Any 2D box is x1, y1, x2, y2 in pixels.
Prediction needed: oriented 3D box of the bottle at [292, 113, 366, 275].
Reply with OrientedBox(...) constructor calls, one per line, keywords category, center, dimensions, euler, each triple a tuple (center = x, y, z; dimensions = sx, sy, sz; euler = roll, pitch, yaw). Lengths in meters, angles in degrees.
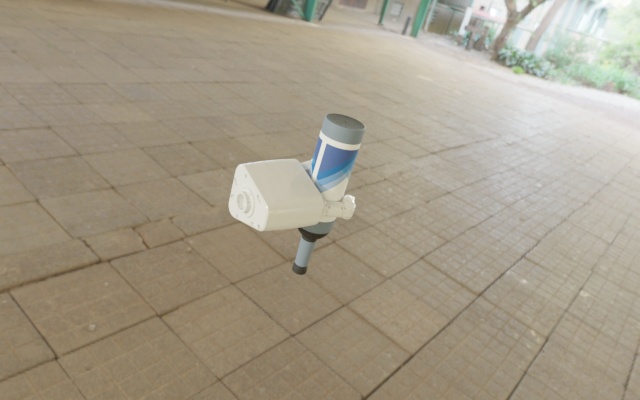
OrientedBox(category="bottle", center=(0.000, 0.002, 0.808), dimensions=(0.069, 0.296, 0.069), euler=(14, 27, -7))
